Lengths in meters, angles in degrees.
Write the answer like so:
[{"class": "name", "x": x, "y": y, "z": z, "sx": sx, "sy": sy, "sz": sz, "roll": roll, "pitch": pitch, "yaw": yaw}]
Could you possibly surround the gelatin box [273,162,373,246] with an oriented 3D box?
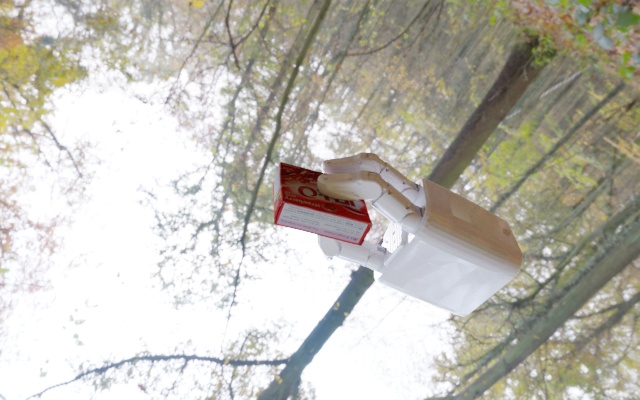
[{"class": "gelatin box", "x": 0.000, "y": 0.002, "z": 0.458, "sx": 0.089, "sy": 0.030, "sz": 0.073, "roll": 14, "pitch": 30, "yaw": -15}]
